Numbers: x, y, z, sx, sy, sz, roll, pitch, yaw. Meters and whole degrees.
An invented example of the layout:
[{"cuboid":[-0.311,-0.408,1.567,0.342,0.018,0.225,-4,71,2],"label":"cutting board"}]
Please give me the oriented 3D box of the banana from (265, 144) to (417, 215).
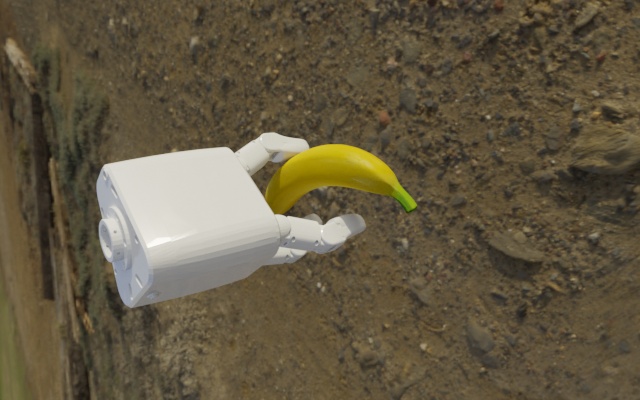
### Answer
[{"cuboid":[-0.002,-0.017,0.455,0.037,0.069,0.198,-21,12,-40],"label":"banana"}]
